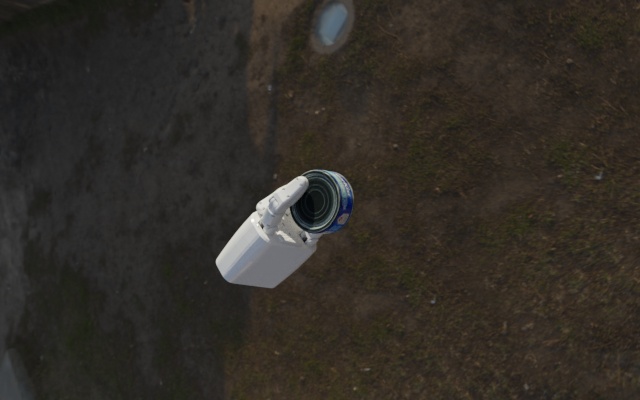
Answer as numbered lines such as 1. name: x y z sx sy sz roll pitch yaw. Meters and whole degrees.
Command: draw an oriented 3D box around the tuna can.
1. tuna can: 0.000 0.002 0.634 0.086 0.086 0.034 0 -4 36
